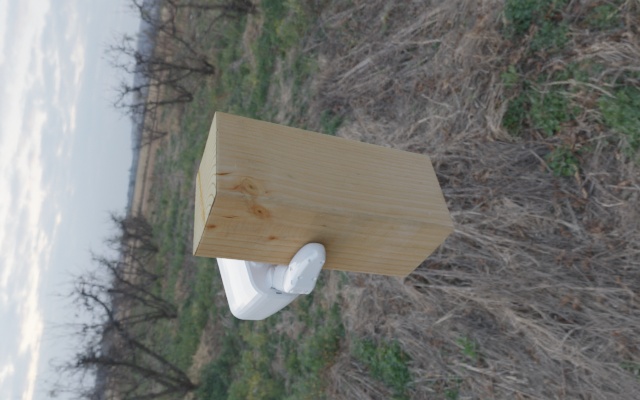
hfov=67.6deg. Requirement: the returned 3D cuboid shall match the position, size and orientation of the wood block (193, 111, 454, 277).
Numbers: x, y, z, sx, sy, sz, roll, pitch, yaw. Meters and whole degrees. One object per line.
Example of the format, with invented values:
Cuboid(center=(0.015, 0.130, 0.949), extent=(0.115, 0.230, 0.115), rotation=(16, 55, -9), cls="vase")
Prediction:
Cuboid(center=(0.000, 0.002, 0.427), extent=(0.206, 0.090, 0.090), rotation=(8, -40, -21), cls="wood block")
